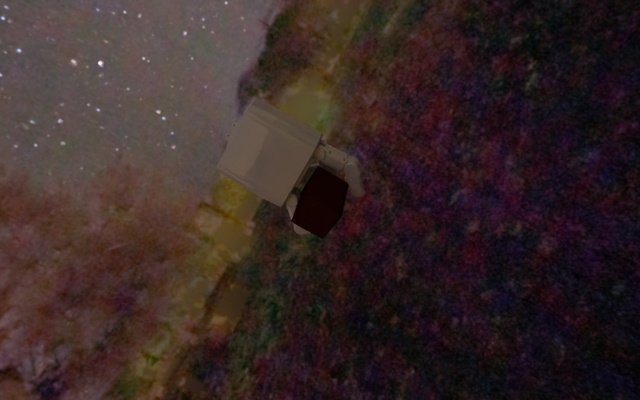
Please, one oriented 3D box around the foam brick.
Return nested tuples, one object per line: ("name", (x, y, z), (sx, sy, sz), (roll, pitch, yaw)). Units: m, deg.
("foam brick", (0.000, 0.002, 0.643), (0.051, 0.053, 0.078), (29, 33, -9))
